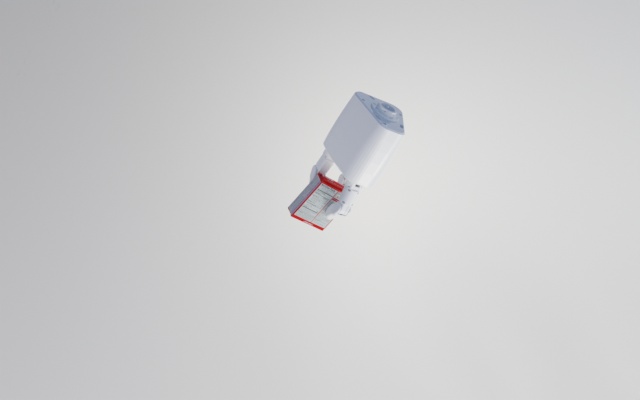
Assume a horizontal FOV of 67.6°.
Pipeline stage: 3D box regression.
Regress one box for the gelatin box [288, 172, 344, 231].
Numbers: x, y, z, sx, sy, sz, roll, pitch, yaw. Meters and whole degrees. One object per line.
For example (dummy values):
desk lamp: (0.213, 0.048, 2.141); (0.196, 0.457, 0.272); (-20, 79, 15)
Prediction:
gelatin box: (0.000, 0.003, 0.817); (0.073, 0.089, 0.030); (26, 26, -34)
